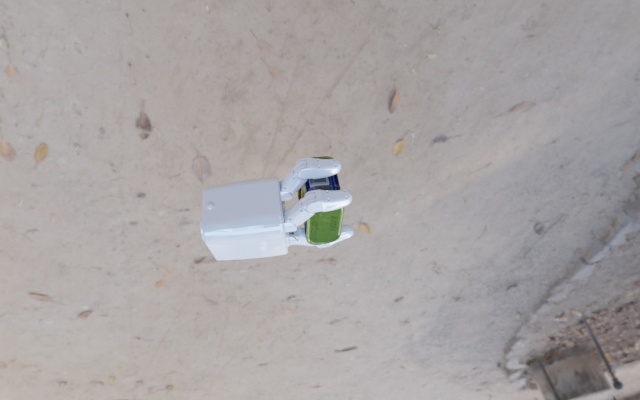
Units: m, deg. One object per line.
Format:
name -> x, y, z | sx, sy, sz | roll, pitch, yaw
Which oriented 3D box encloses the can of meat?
can of meat -> 0.000, 0.003, 0.683 | 0.057, 0.083, 0.102 | -4, -40, -7
